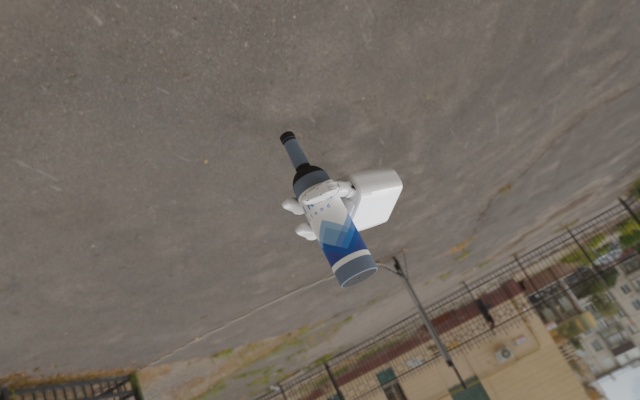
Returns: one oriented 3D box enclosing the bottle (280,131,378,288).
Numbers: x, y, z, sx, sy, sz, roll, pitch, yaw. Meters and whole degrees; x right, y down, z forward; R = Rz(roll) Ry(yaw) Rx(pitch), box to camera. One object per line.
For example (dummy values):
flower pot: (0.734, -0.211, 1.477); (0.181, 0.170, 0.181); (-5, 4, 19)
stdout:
bottle: (0.000, 0.003, 0.816); (0.069, 0.295, 0.069); (-23, -22, -10)
